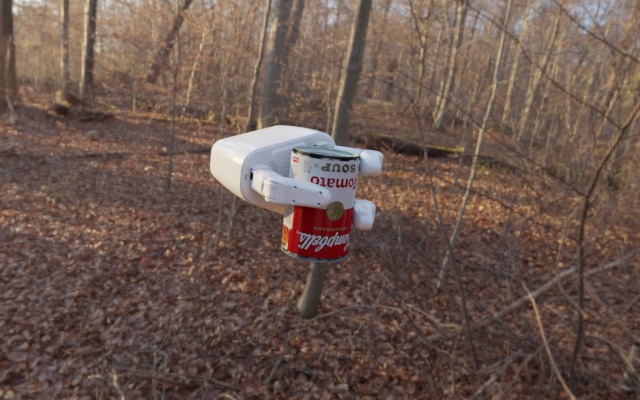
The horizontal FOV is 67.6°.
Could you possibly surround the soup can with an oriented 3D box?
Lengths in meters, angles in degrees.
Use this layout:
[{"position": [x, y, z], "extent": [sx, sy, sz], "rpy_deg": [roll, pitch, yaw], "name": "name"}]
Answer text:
[{"position": [0.000, 0.001, 0.470], "extent": [0.068, 0.102, 0.068], "rpy_deg": [7, 12, -1], "name": "soup can"}]
